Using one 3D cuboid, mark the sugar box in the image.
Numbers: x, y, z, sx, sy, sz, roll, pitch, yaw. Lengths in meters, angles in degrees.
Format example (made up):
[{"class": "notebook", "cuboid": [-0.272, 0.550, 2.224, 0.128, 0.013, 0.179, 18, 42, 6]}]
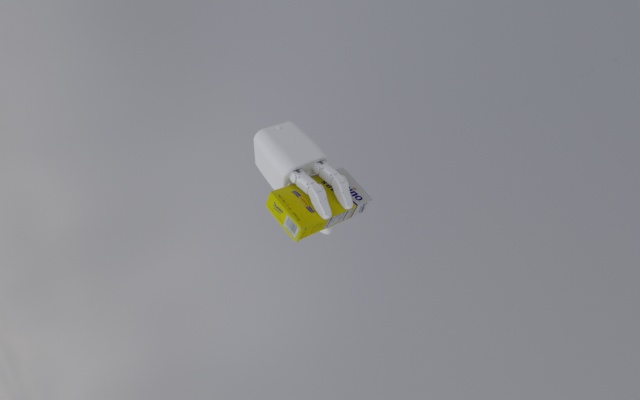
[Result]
[{"class": "sugar box", "cuboid": [0.000, 0.002, 0.857, 0.176, 0.093, 0.048, -23, -28, -37]}]
